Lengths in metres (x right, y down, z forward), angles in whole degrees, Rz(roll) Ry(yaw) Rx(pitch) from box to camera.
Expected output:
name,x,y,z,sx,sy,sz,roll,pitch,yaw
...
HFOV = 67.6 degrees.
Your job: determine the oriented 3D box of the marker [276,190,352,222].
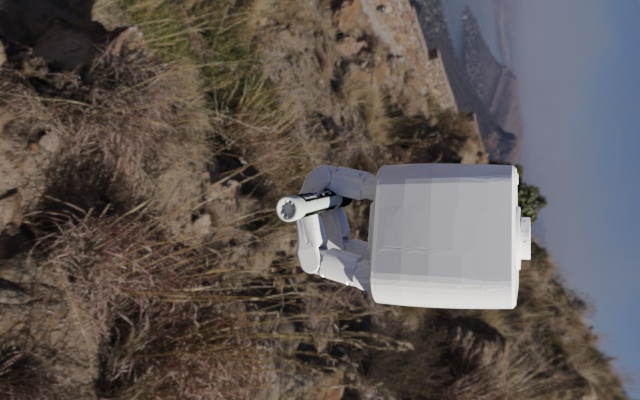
name,x,y,z,sx,sy,sz,roll,pitch,yaw
marker,0.000,0.001,0.402,0.020,0.020,0.121,0,5,24
